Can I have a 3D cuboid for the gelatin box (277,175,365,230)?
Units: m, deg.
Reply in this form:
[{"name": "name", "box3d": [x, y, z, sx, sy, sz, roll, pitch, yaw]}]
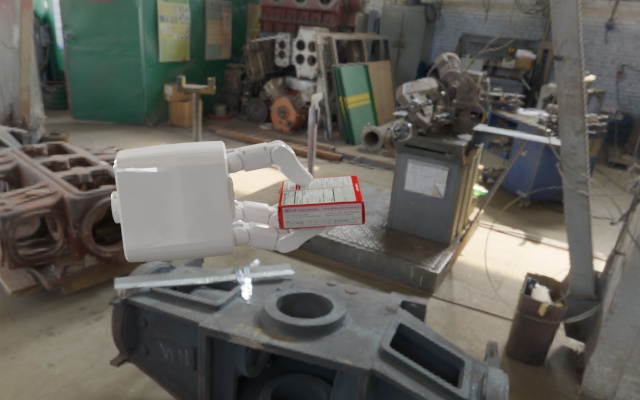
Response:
[{"name": "gelatin box", "box3d": [0.000, 0.001, 0.514, 0.089, 0.030, 0.073, -4, 24, 0]}]
